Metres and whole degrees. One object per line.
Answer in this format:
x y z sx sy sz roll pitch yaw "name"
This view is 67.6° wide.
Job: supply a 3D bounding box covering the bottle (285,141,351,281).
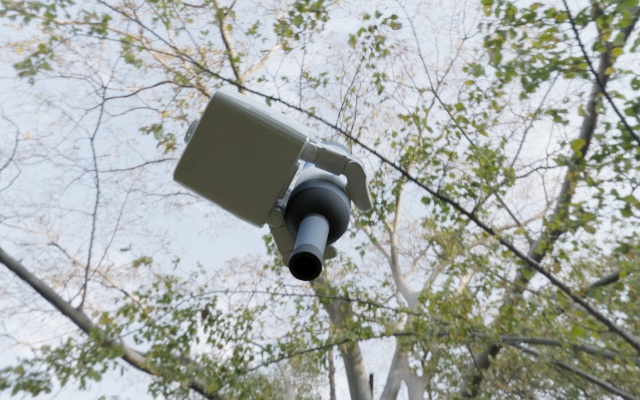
0.000 0.002 0.518 0.069 0.069 0.295 0 21 5 "bottle"
